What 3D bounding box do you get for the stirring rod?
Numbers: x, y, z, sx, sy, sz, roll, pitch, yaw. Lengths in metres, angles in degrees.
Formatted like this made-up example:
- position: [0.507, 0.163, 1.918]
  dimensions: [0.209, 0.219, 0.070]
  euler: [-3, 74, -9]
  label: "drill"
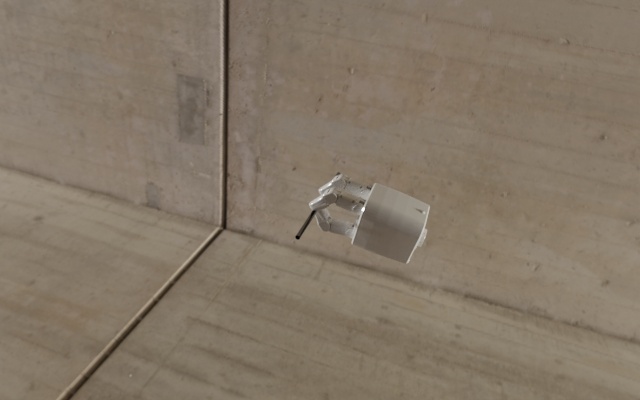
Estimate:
- position: [0.000, 0.003, 0.859]
  dimensions: [0.011, 0.011, 0.239]
  euler: [0, 28, 20]
  label: "stirring rod"
